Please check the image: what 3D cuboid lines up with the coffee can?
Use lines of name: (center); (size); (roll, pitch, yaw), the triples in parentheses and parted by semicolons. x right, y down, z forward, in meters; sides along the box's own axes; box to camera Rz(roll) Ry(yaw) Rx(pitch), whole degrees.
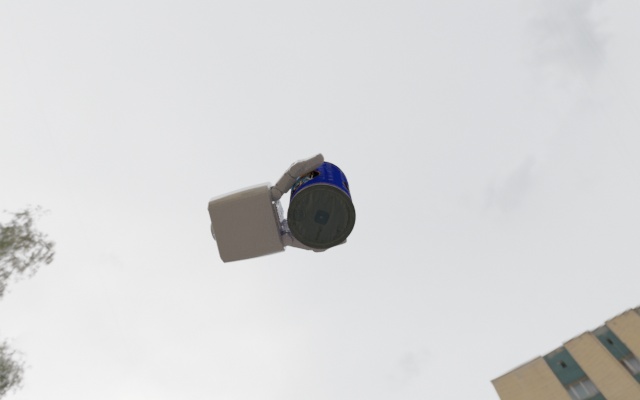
coffee can: (0.000, 0.002, 0.769); (0.103, 0.103, 0.140); (0, 19, -1)
